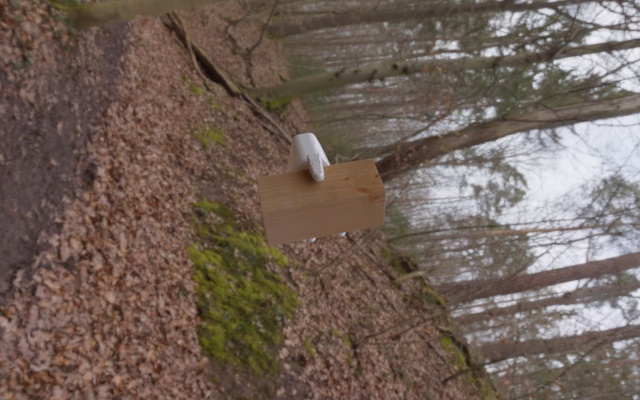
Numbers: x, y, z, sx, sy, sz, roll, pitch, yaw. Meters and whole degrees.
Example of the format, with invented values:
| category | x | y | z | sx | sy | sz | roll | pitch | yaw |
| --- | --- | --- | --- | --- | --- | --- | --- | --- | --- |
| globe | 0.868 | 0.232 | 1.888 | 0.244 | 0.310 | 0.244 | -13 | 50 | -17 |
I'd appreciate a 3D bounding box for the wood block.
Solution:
| category | x | y | z | sx | sy | sz | roll | pitch | yaw |
| --- | --- | --- | --- | --- | --- | --- | --- | --- | --- |
| wood block | 0.000 | 0.002 | 0.828 | 0.206 | 0.090 | 0.091 | -10 | -42 | -5 |
